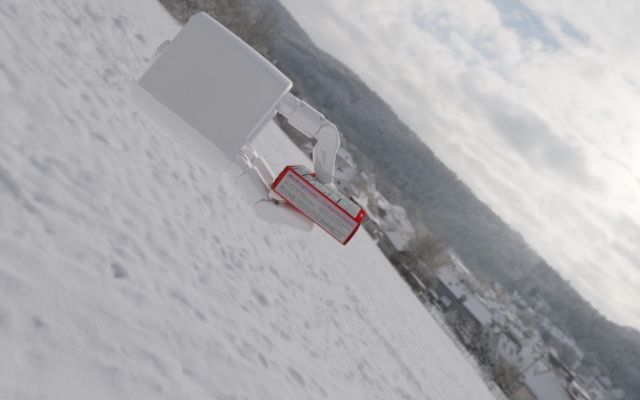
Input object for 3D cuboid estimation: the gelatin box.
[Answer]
[{"bbox_3d":[0.001,0.001,0.469,0.089,0.030,0.073,37,10,3],"label":"gelatin box"}]
